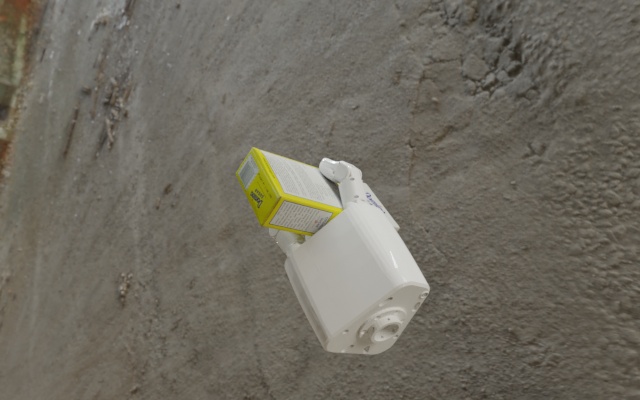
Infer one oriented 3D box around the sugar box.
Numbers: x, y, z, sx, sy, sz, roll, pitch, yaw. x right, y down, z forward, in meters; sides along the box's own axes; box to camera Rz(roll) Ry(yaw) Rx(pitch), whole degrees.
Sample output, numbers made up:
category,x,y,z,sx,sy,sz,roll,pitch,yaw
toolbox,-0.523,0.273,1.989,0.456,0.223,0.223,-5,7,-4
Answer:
category,x,y,z,sx,sy,sz,roll,pitch,yaw
sugar box,0.000,0.002,0.539,0.176,0.048,0.093,19,27,-39
